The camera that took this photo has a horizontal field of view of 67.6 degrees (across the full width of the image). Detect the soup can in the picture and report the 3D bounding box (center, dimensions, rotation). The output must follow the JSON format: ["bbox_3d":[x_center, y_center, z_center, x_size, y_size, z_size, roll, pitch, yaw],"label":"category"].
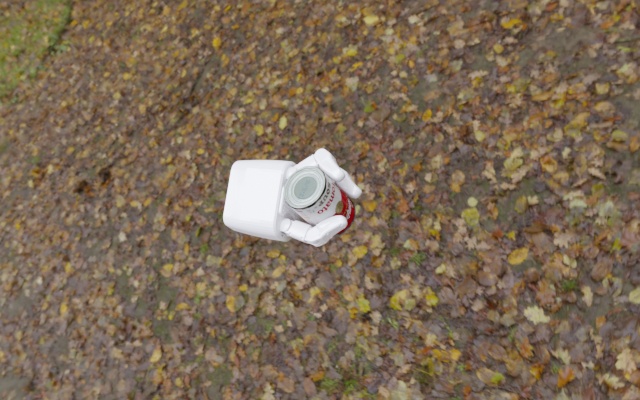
[{"bbox_3d":[0.000,0.002,0.684,0.068,0.068,0.102,0,-25,30],"label":"soup can"}]
